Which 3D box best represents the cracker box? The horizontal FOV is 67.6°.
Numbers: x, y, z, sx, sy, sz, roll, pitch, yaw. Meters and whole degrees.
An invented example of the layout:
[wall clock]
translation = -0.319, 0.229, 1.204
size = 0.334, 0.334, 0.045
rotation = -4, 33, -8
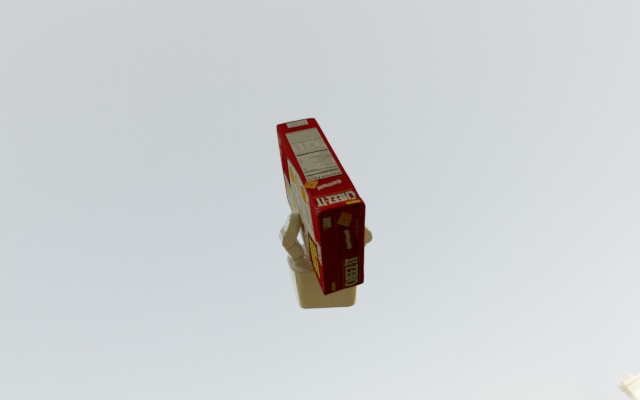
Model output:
[cracker box]
translation = 0.000, 0.002, 0.706
size = 0.072, 0.164, 0.213
rotation = -15, 43, -11
